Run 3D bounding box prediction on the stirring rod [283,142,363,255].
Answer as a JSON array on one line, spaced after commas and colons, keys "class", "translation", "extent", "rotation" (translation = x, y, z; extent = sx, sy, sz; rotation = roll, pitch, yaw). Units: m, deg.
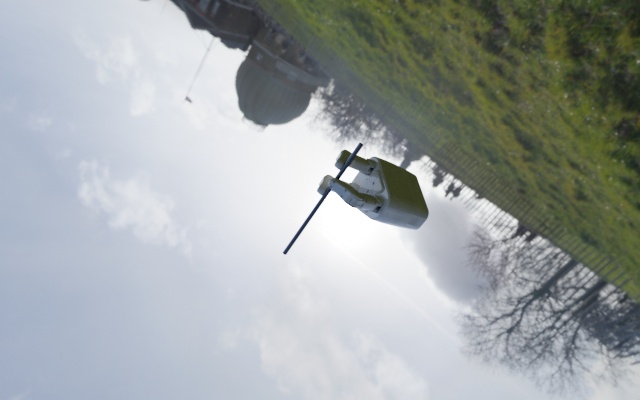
[{"class": "stirring rod", "translation": [0.000, 0.003, 0.785], "extent": [0.011, 0.240, 0.011], "rotation": [28, 25, -15]}]
